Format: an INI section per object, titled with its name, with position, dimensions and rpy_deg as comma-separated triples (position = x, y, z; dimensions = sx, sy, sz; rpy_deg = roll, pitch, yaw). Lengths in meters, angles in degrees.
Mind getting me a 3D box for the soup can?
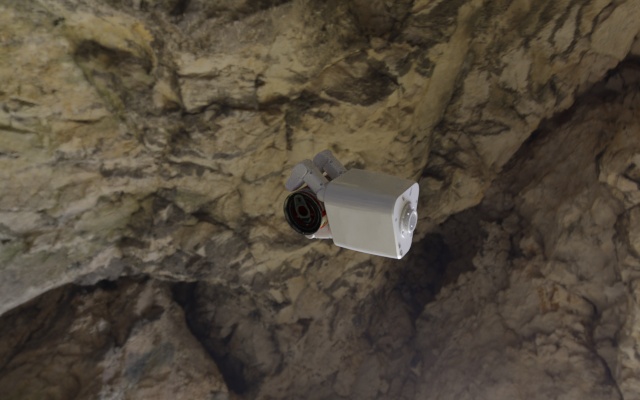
[soup can]
position = 0.000, 0.002, 0.734
dimensions = 0.068, 0.068, 0.102
rpy_deg = 0, 20, 35
